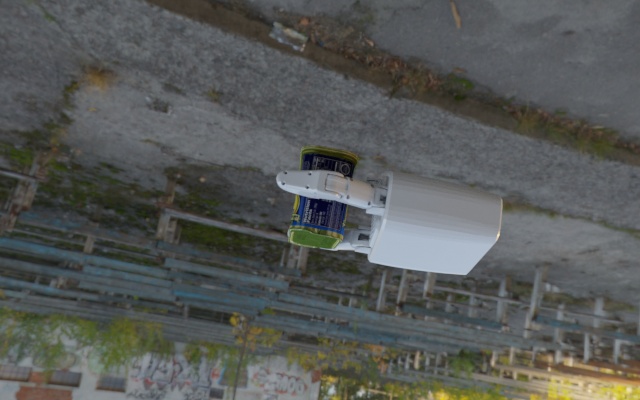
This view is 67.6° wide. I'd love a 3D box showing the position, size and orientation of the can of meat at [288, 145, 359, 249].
[{"bbox_3d":[0.000,0.002,0.488,0.057,0.084,0.102,10,-13,-2],"label":"can of meat"}]
